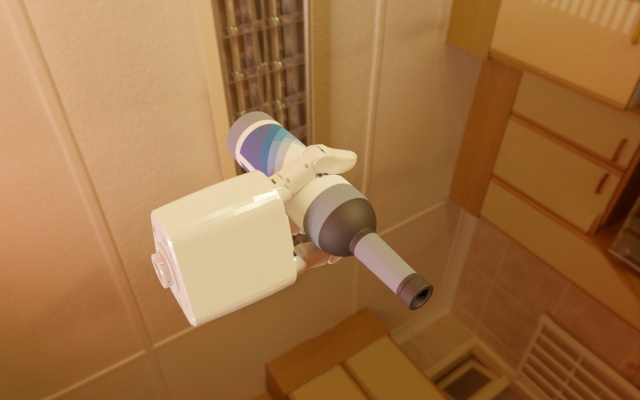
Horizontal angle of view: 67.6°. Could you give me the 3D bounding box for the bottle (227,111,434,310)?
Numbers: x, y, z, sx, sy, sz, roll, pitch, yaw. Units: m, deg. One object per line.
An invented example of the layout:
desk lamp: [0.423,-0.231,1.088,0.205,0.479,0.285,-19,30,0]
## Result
bottle: [0.000,0.001,0.484,0.069,0.069,0.295,0,32,-42]
